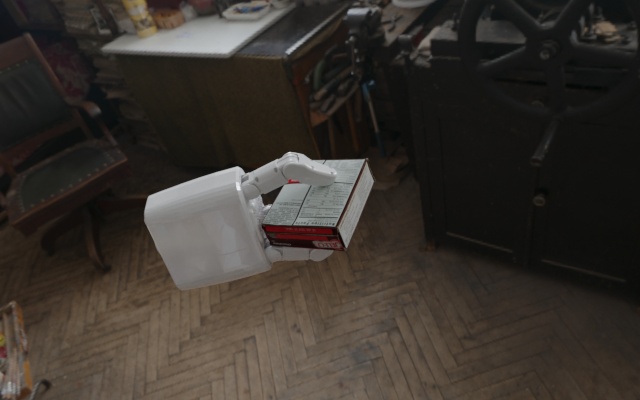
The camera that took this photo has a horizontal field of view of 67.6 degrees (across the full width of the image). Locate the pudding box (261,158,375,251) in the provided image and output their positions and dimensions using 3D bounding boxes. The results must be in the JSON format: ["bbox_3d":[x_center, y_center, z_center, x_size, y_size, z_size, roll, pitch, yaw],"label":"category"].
[{"bbox_3d":[0.000,0.002,0.518,0.090,0.039,0.113,2,45,26],"label":"pudding box"}]
